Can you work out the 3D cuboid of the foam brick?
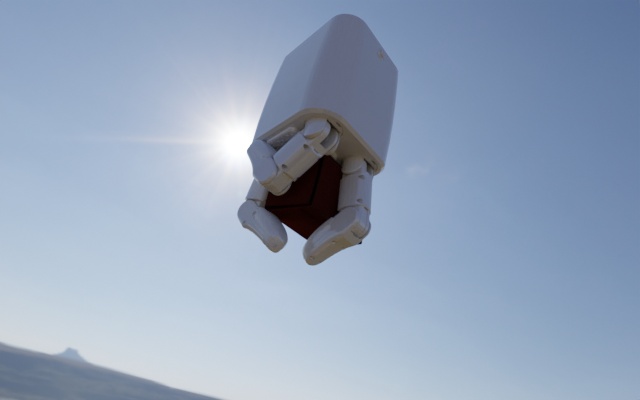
[{"bbox_3d":[0.000,0.002,0.411,0.053,0.051,0.078,-6,-32,36],"label":"foam brick"}]
